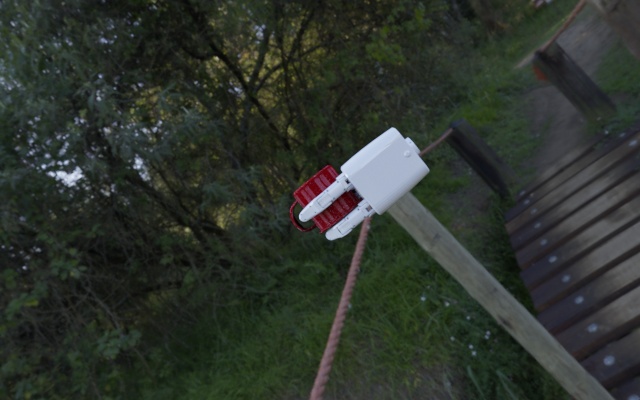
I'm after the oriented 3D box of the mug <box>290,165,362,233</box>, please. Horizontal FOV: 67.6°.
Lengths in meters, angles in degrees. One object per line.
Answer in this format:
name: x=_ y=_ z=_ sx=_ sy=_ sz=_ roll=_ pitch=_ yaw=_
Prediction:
mug: x=-0.001 y=0.003 z=0.804 sx=0.117 sy=0.081 sz=0.093 roll=-39 pitch=1 yaw=6
